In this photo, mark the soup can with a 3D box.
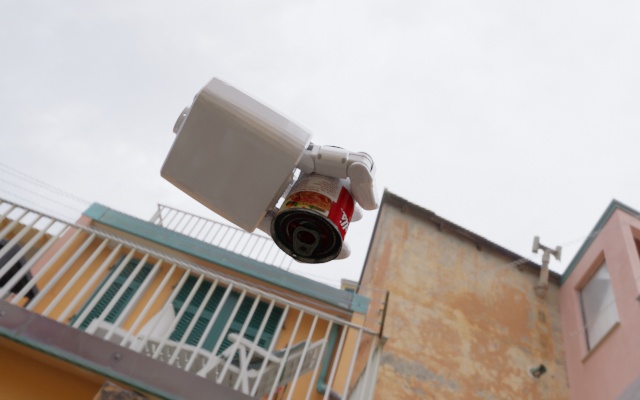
[{"bbox_3d":[0.001,0.002,0.462,0.068,0.069,0.102,0,40,20],"label":"soup can"}]
